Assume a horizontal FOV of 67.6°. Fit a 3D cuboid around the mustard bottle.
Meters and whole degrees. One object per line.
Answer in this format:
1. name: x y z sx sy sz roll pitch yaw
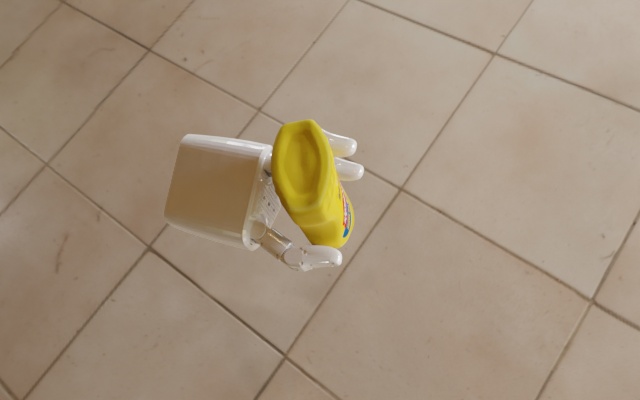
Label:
1. mustard bottle: 0.000 0.002 0.513 0.058 0.096 0.192 -11 -24 7
